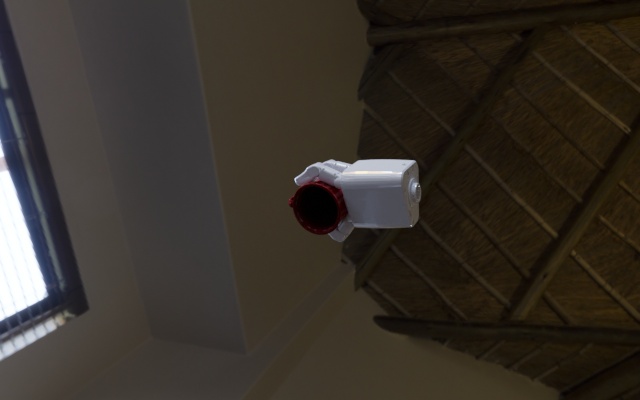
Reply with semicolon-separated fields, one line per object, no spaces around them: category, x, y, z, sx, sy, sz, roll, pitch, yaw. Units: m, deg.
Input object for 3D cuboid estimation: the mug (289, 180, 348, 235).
mug;-0.001;0.003;0.849;0.117;0.093;0.081;1;19;28
